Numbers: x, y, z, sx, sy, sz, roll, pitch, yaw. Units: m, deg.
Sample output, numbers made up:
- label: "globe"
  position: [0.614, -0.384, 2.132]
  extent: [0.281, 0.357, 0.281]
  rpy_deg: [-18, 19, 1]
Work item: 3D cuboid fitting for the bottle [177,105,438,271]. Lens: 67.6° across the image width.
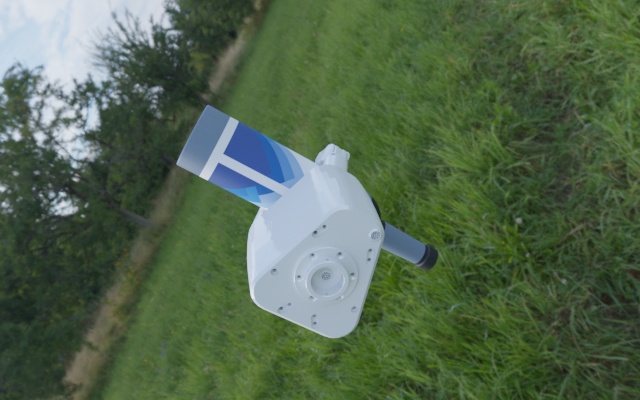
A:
- label: "bottle"
  position: [0.000, 0.001, 0.506]
  extent: [0.296, 0.069, 0.069]
  rpy_deg: [28, -8, -15]
